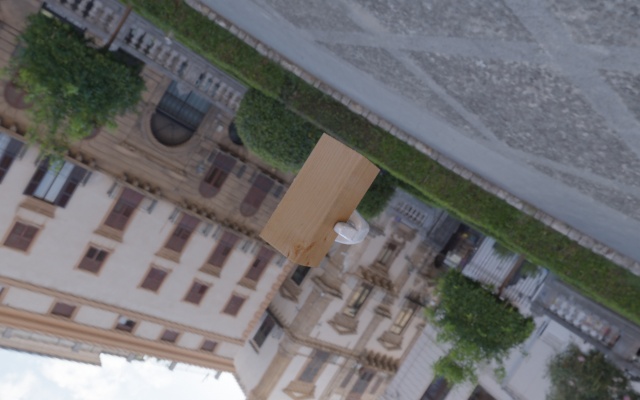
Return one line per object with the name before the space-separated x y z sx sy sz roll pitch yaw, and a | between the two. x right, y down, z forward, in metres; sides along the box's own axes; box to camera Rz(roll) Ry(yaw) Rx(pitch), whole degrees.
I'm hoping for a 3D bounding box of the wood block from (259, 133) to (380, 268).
wood block | 0.000 0.003 0.820 0.090 0.206 0.090 34 4 28
